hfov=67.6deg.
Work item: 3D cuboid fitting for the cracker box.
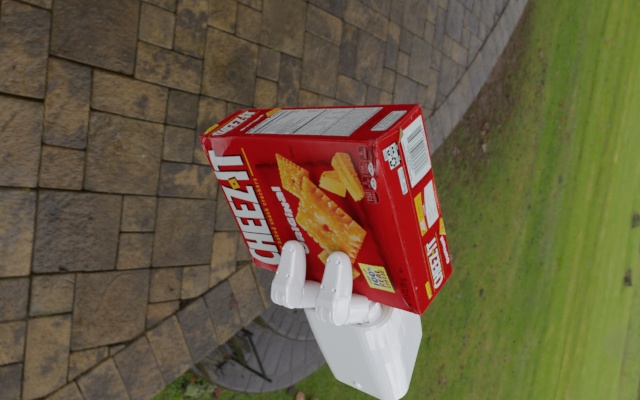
[{"bbox_3d":[0.000,0.001,0.442,0.213,0.164,0.072,8,36,41],"label":"cracker box"}]
